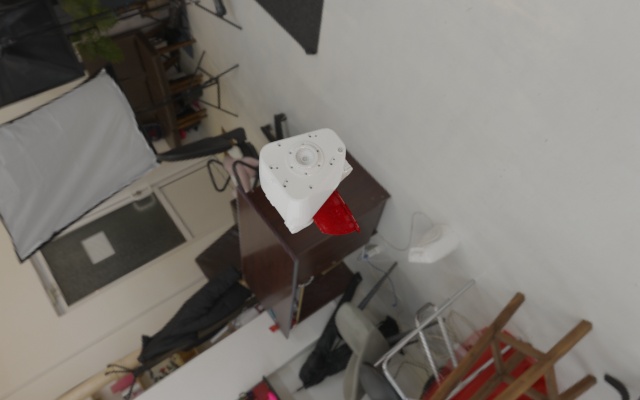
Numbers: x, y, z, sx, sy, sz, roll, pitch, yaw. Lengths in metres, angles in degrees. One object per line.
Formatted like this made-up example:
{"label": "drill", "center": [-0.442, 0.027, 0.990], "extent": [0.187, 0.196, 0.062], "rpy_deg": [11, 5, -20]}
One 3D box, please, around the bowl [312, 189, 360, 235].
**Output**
{"label": "bowl", "center": [0.000, 0.003, 0.814], "extent": [0.055, 0.162, 0.162], "rpy_deg": [-35, 2, -3]}
